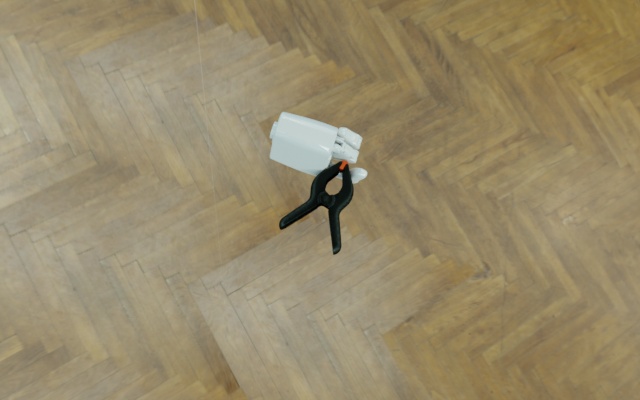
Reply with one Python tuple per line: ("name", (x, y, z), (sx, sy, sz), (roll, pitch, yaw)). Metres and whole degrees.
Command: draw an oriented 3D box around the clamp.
("clamp", (0.000, 0.003, 0.871), (0.120, 0.171, 0.039), (18, -15, 1))
